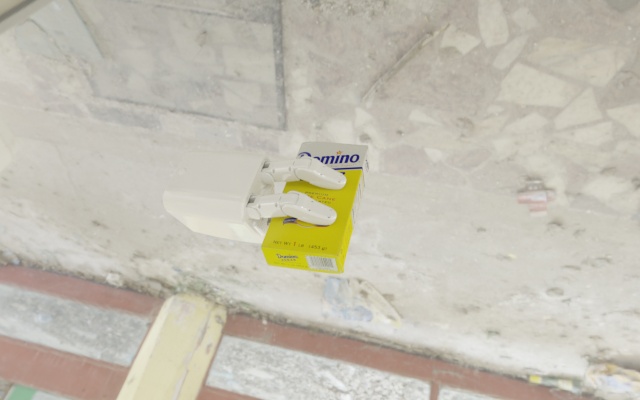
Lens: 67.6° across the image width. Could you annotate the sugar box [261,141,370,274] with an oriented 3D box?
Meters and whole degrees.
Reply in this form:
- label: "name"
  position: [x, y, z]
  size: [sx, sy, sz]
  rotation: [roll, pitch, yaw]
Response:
- label: "sugar box"
  position: [0.000, 0.002, 0.584]
  size: [0.093, 0.176, 0.048]
  rotation: [5, -37, 15]
